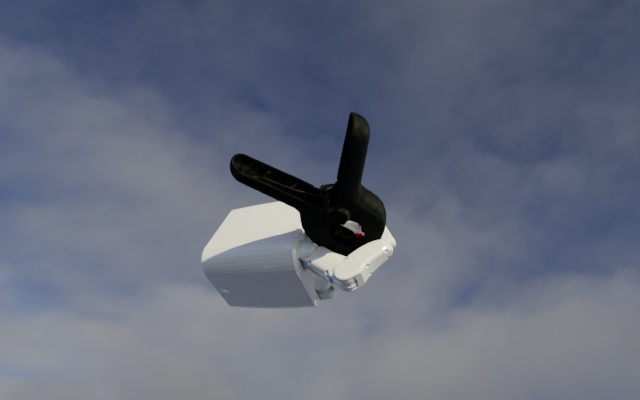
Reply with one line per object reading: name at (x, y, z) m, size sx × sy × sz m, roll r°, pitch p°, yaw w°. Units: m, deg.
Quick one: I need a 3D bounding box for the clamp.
clamp at (0.000, 0.001, 0.427) m, size 0.120 × 0.039 × 0.172 m, roll -6°, pitch -45°, yaw 17°
